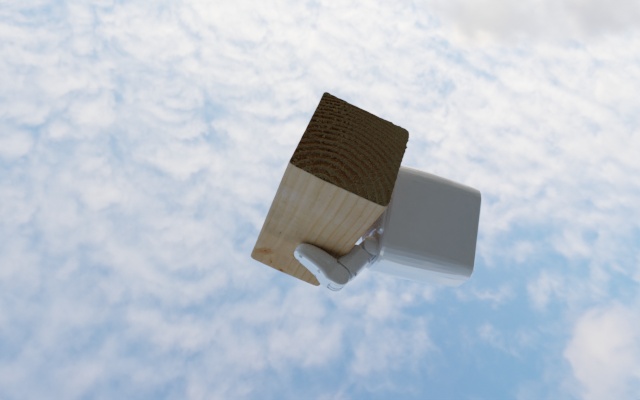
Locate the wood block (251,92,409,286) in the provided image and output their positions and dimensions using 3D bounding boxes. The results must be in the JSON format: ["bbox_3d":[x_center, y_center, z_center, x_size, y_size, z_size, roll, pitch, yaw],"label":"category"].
[{"bbox_3d":[0.000,0.002,0.491,0.090,0.090,0.206,24,-33,-4],"label":"wood block"}]
